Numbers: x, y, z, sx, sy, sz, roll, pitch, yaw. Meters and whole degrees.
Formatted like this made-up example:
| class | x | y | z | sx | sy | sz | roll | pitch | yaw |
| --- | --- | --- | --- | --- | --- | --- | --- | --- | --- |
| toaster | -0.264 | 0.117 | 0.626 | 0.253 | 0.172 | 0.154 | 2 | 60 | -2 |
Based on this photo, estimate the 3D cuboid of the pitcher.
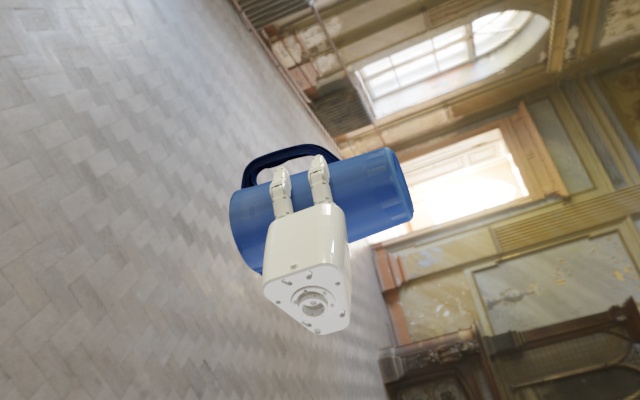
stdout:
| class | x | y | z | sx | sy | sz | roll | pitch | yaw |
| --- | --- | --- | --- | --- | --- | --- | --- | --- | --- |
| pitcher | 0.000 | 0.002 | 0.683 | 0.243 | 0.149 | 0.145 | -19 | 30 | 14 |
